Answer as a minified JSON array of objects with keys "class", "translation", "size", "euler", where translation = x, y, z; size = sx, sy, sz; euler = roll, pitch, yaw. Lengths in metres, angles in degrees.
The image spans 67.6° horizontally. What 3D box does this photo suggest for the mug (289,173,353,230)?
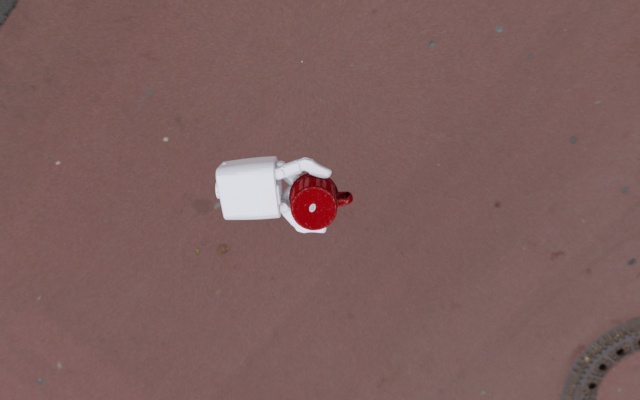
[{"class":"mug","translation":[0.002,0.003,0.855],"size":[0.117,0.093,0.081],"euler":[-5,16,1]}]
